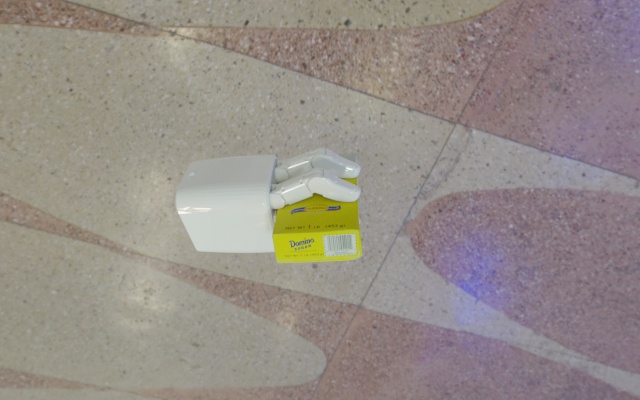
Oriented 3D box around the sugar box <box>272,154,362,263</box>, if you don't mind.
[{"bbox_3d":[0.000,0.001,0.569,0.093,0.048,0.176,-3,34,4],"label":"sugar box"}]
